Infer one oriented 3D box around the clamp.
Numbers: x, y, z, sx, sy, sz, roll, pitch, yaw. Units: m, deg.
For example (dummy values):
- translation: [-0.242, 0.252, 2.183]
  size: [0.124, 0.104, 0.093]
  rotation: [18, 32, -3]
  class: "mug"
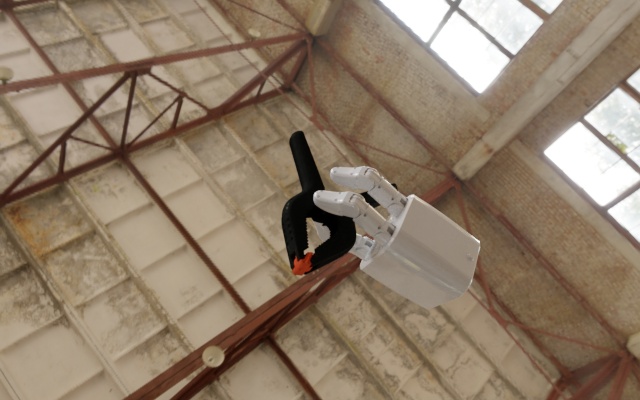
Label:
- translation: [0.000, 0.003, 0.592]
  size: [0.164, 0.036, 0.210]
  rotation: [33, 44, 0]
  class: "clamp"
